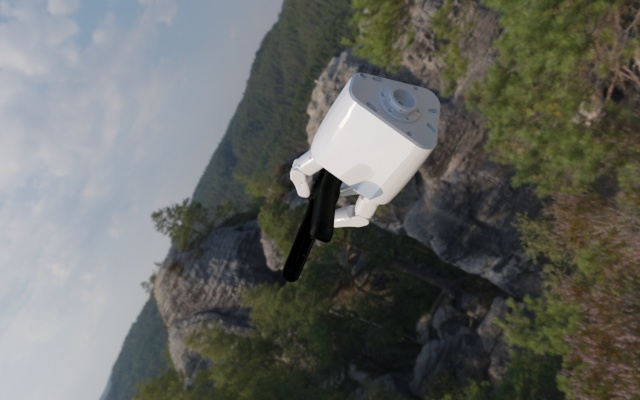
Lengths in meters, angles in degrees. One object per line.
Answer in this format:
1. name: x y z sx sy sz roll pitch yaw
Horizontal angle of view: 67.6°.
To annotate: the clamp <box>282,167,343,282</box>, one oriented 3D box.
1. clamp: 0.000 0.001 0.635 0.036 0.209 0.165 23 -37 -8
